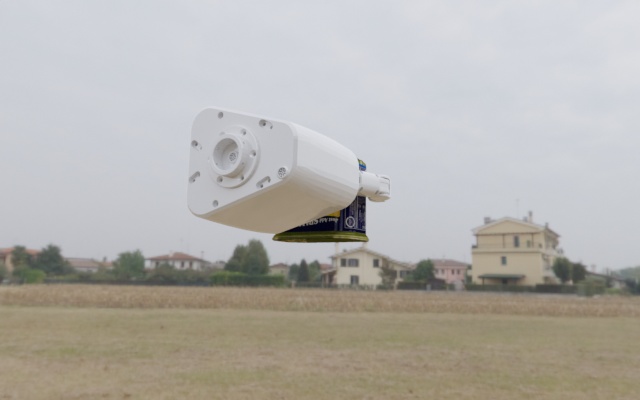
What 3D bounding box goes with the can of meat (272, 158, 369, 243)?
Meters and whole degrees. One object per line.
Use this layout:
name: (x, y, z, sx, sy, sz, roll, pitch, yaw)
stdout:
can of meat: (0.000, 0.001, 0.508, 0.102, 0.084, 0.057, -4, -10, 32)
